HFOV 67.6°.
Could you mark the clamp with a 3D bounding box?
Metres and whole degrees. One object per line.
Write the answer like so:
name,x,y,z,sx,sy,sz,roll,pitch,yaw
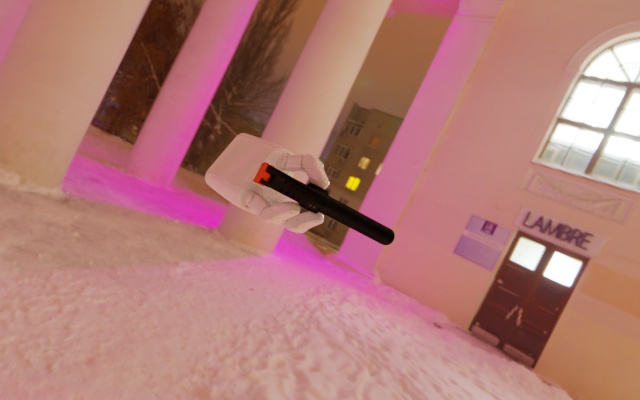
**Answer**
clamp,0.000,0.001,0.656,0.164,0.036,0.210,28,1,41
